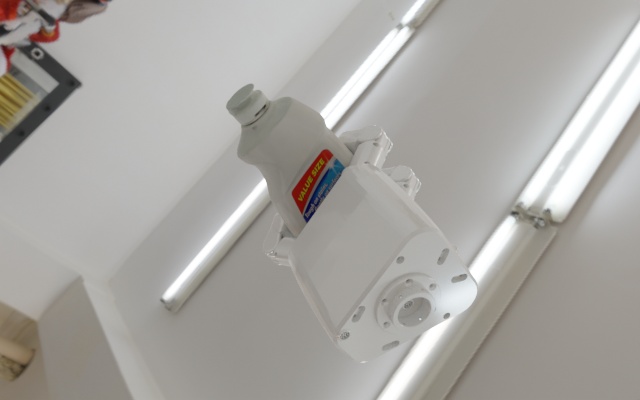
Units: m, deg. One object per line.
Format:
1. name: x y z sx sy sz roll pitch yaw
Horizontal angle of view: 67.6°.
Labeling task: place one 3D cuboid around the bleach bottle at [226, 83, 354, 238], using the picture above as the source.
1. bleach bottle: 0.000 0.001 0.445 0.251 0.102 0.068 48 3 -32
